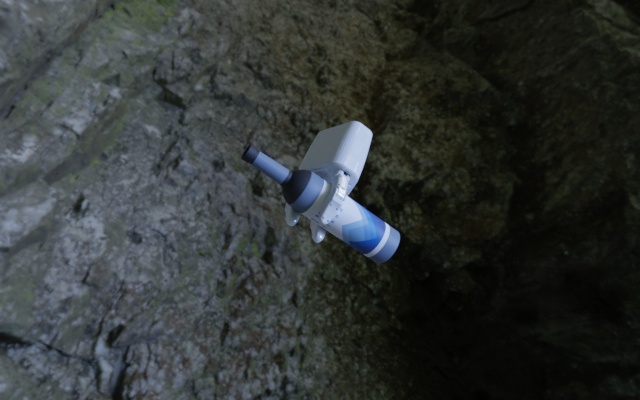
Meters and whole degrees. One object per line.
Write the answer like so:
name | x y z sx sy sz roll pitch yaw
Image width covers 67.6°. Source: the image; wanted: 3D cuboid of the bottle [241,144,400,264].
bottle | 0.000 0.003 0.784 0.296 0.069 0.069 34 -12 -18
